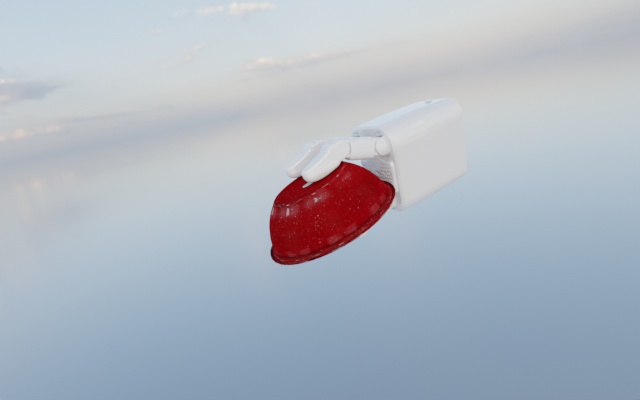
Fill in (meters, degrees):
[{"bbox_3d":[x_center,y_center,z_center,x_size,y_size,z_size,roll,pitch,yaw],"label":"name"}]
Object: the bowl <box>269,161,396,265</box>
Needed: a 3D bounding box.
[{"bbox_3d":[-0.001,0.002,0.537,0.162,0.055,0.162,-28,18,10],"label":"bowl"}]
